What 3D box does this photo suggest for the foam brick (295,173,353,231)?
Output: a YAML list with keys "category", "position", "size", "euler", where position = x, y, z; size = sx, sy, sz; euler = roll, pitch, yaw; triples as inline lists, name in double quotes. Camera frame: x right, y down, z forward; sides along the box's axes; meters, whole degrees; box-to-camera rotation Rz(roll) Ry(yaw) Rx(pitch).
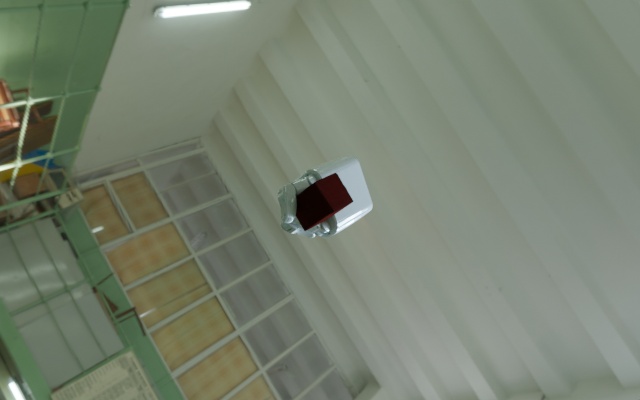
- category: "foam brick"
  position: [0.000, 0.002, 0.721]
  size: [0.051, 0.053, 0.078]
  euler: [-26, -7, -42]
